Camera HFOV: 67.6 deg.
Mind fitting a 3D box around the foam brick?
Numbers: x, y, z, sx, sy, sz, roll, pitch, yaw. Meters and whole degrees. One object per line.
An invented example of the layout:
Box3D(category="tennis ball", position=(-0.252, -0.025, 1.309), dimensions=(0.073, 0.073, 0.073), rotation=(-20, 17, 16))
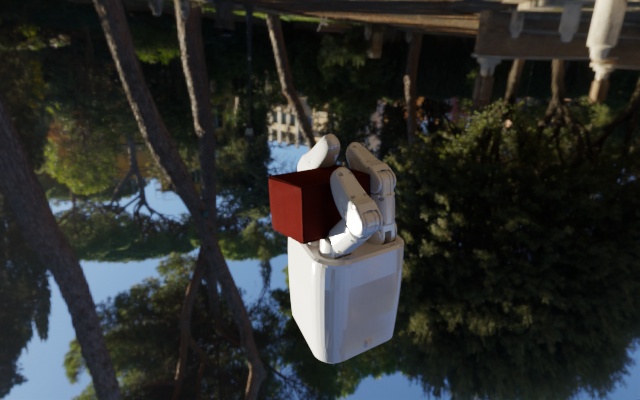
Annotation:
Box3D(category="foam brick", position=(0.000, 0.001, 0.431), dimensions=(0.078, 0.051, 0.053), rotation=(-12, 21, -34))
